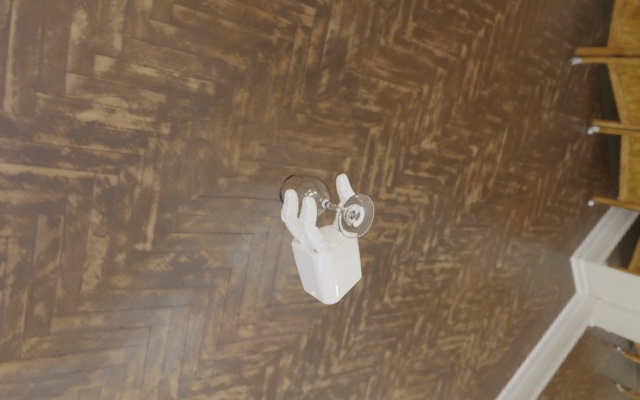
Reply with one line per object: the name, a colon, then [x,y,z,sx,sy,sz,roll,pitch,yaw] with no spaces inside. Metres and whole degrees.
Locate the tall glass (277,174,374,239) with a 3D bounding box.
tall glass: [0.001,0.003,0.838,0.079,0.079,0.201,0,14,-37]
